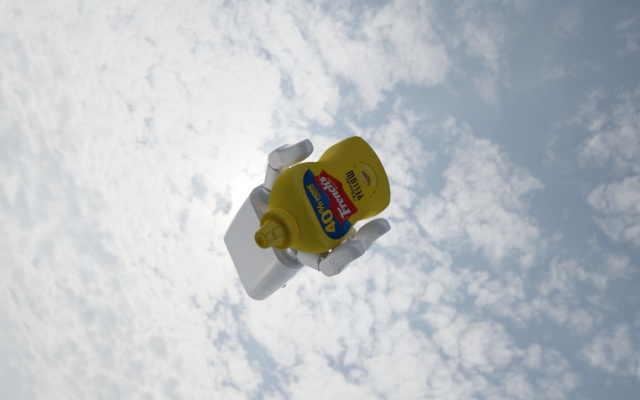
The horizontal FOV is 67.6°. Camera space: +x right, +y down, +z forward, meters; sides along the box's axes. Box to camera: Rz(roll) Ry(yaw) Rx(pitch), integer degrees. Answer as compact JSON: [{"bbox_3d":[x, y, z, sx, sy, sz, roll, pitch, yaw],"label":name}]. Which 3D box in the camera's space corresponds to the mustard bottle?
[{"bbox_3d":[0.000,0.001,0.512,0.058,0.096,0.191,-16,11,44],"label":"mustard bottle"}]
